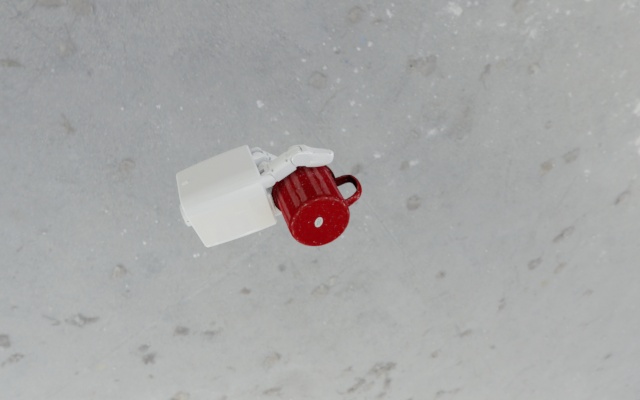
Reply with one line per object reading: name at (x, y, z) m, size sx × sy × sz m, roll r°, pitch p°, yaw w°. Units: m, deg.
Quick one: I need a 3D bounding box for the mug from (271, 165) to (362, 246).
mug at (0.002, 0.002, 0.633) m, size 0.117 × 0.093 × 0.081 m, roll -22°, pitch 39°, yaw -5°
